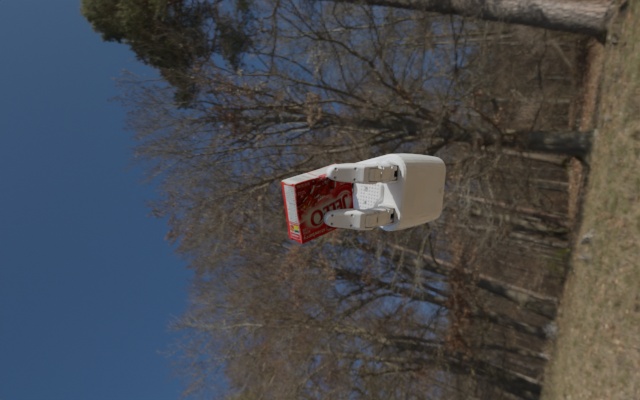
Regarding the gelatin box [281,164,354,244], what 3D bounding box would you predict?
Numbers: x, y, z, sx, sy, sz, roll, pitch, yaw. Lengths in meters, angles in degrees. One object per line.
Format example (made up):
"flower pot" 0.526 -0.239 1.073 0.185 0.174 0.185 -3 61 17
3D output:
"gelatin box" 0.000 0.002 0.572 0.089 0.073 0.030 -20 23 -36
